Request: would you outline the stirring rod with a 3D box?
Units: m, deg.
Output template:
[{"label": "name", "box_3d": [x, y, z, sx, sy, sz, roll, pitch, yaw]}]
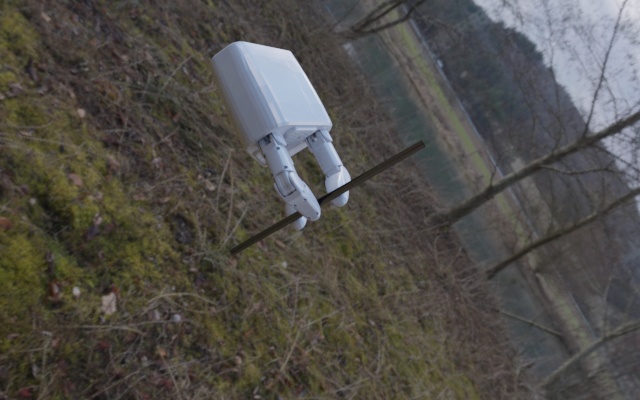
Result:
[{"label": "stirring rod", "box_3d": [0.000, 0.002, 0.498, 0.239, 0.011, 0.011, -30, -10, 18]}]
